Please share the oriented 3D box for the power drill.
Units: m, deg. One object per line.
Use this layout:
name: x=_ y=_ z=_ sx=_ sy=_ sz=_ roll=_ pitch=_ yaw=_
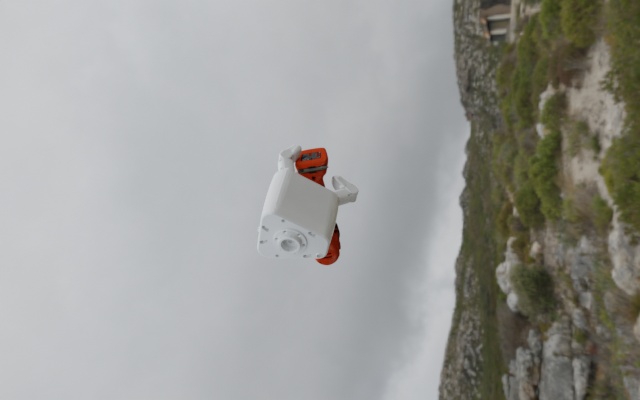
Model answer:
power drill: x=0.000 y=0.003 z=0.870 sx=0.057 sy=0.188 sz=0.184 roll=-11 pitch=18 yaw=1
